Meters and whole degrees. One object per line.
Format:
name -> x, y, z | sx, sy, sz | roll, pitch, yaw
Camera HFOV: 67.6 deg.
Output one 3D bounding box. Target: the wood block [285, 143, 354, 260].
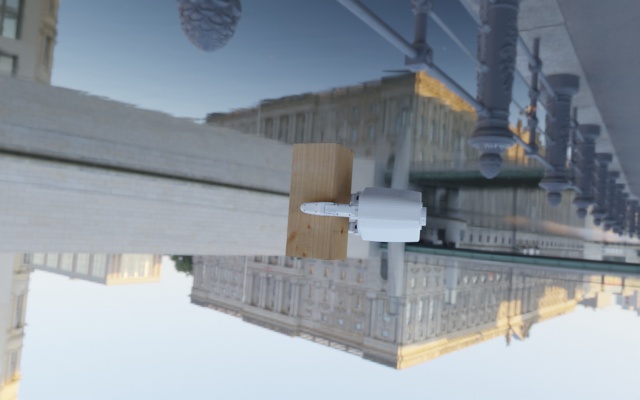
wood block -> 0.000, 0.003, 0.885 | 0.090, 0.206, 0.091 | 2, -4, 24
